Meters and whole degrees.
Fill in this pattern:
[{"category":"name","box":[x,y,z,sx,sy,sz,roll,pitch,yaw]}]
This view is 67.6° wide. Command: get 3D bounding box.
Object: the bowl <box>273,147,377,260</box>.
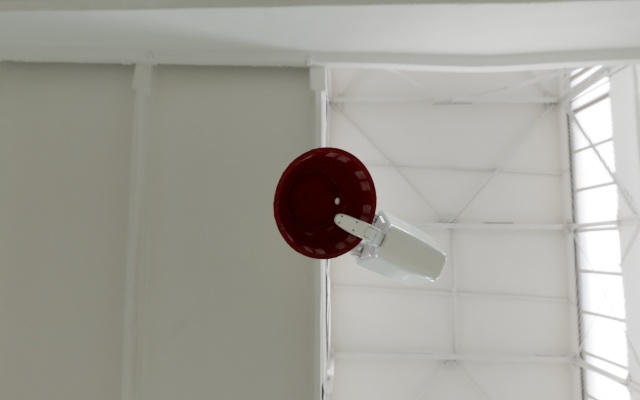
[{"category":"bowl","box":[-0.001,0.001,0.704,0.162,0.162,0.055,0,6,-24]}]
